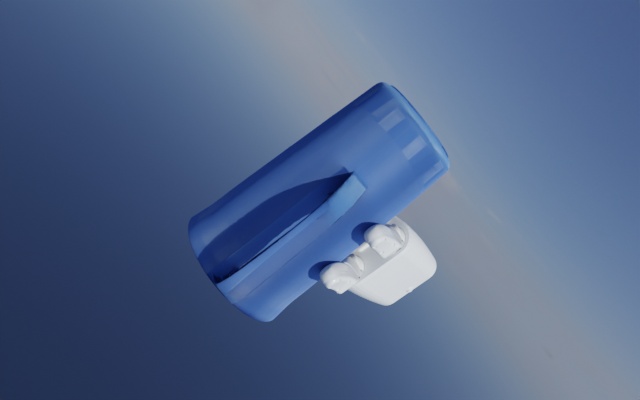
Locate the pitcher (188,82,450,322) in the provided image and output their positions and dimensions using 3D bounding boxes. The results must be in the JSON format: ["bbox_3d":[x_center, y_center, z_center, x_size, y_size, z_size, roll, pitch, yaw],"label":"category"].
[{"bbox_3d":[0.000,0.002,0.464,0.243,0.149,0.145,-38,-39,9],"label":"pitcher"}]
